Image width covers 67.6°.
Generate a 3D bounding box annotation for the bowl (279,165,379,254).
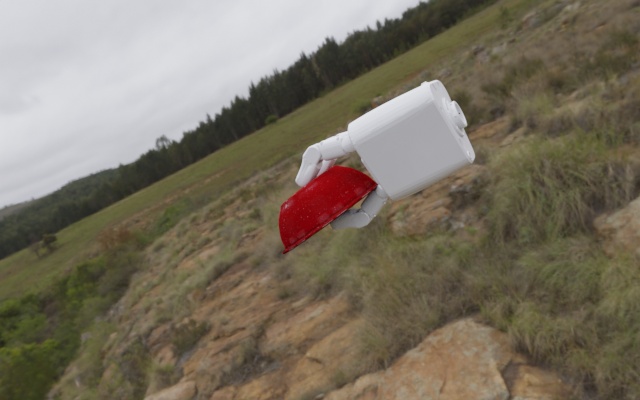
[{"bbox_3d":[-0.001,0.002,0.630,0.162,0.055,0.162,-37,-1,0],"label":"bowl"}]
